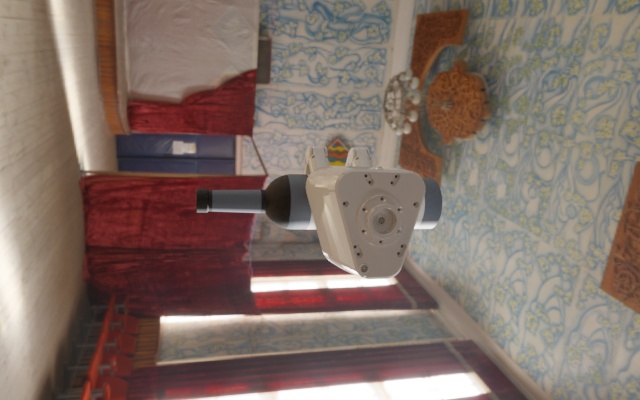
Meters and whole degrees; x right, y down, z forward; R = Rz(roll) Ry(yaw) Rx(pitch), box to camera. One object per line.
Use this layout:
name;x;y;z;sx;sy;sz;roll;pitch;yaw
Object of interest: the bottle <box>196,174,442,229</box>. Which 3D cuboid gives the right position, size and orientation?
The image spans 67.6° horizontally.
bottle;0.000;0.002;0.584;0.296;0.069;0.069;1;0;-15
